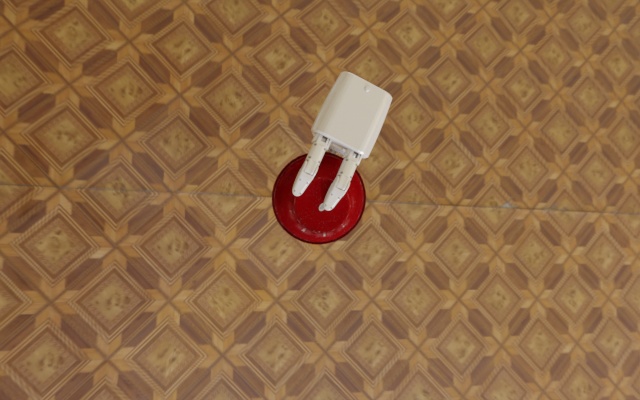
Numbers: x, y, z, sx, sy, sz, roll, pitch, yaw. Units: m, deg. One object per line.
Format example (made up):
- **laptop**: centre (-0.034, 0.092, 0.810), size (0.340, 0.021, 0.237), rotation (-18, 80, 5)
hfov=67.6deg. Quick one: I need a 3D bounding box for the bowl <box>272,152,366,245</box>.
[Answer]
- **bowl**: centre (0.000, 0.004, 0.787), size (0.162, 0.162, 0.055), rotation (0, 12, -5)
